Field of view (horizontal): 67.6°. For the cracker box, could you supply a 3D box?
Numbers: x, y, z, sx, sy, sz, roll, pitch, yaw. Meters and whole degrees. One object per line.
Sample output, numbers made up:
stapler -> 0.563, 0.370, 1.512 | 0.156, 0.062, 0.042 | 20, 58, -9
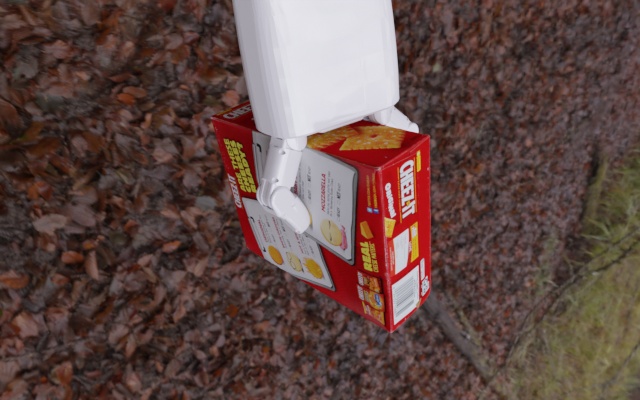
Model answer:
cracker box -> 0.000, 0.002, 0.452 | 0.072, 0.164, 0.213 | -32, 37, -33
